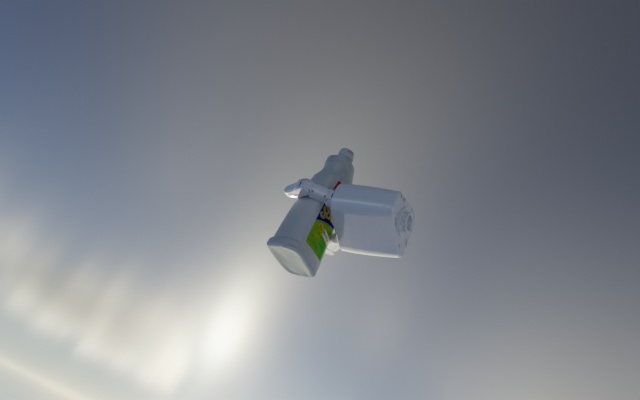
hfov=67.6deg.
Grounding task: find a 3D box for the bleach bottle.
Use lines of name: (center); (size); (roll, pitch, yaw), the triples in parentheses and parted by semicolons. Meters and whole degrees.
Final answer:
bleach bottle: (0.000, 0.003, 0.827); (0.068, 0.250, 0.103); (6, -36, 30)
